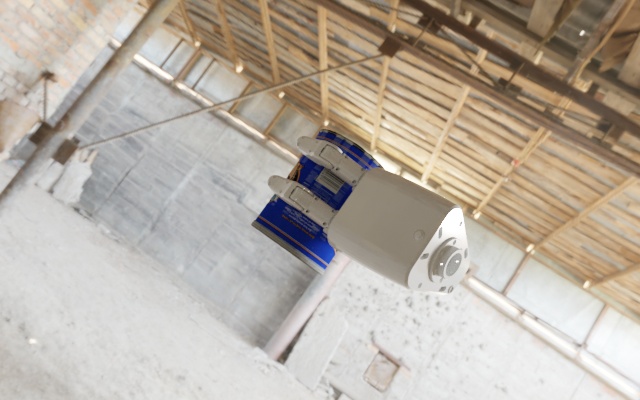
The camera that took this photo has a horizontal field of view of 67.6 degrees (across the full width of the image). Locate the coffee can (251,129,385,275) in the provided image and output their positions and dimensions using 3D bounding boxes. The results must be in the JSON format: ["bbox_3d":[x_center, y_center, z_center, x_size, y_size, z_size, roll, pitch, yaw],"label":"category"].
[{"bbox_3d":[0.000,0.002,0.567,0.103,0.140,0.103,35,-7,5],"label":"coffee can"}]
